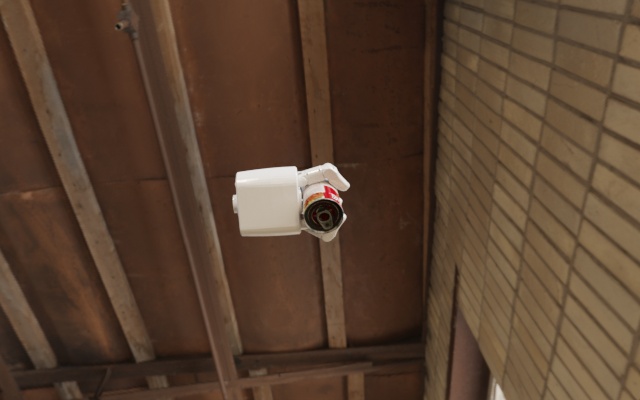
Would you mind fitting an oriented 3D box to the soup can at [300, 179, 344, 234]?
[{"bbox_3d":[0.001,0.002,0.834,0.068,0.068,0.102,0,29,-7],"label":"soup can"}]
